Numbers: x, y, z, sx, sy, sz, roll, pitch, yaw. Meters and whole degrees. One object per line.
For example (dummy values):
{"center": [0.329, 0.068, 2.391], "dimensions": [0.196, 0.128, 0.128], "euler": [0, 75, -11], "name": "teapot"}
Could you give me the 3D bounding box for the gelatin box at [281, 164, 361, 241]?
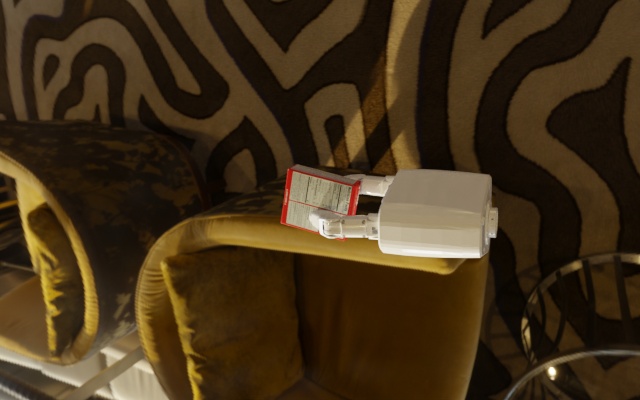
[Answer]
{"center": [0.000, 0.002, 0.585], "dimensions": [0.089, 0.073, 0.030], "euler": [15, 21, 16], "name": "gelatin box"}
